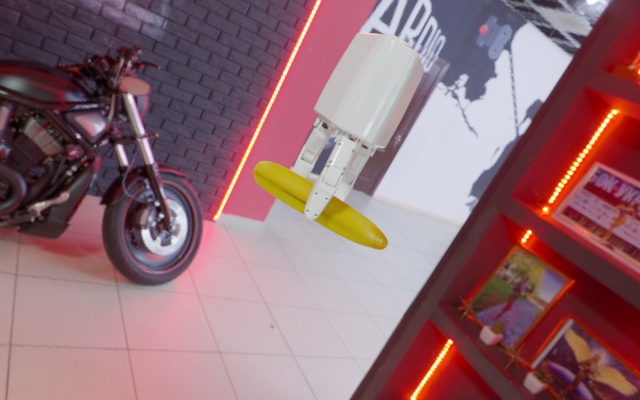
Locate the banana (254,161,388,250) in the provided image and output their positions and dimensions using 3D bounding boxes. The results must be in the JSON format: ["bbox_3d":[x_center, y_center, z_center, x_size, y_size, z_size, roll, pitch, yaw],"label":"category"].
[{"bbox_3d":[-0.009,-0.001,0.560,0.197,0.037,0.069,31,7,19],"label":"banana"}]
